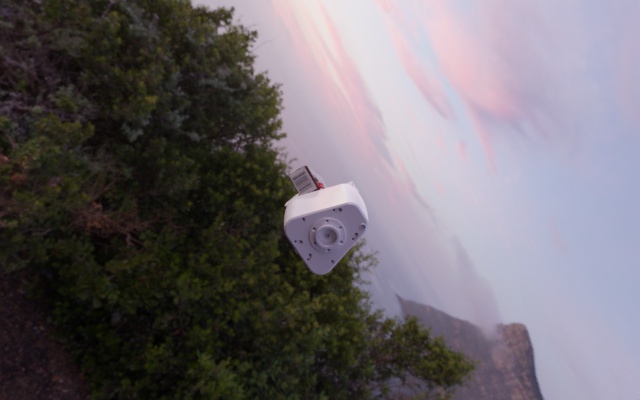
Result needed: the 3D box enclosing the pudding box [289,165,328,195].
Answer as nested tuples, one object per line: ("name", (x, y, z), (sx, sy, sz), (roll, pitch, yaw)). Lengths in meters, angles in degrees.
("pudding box", (0.000, 0.003, 0.806), (0.039, 0.113, 0.090), (-31, -16, 9))
